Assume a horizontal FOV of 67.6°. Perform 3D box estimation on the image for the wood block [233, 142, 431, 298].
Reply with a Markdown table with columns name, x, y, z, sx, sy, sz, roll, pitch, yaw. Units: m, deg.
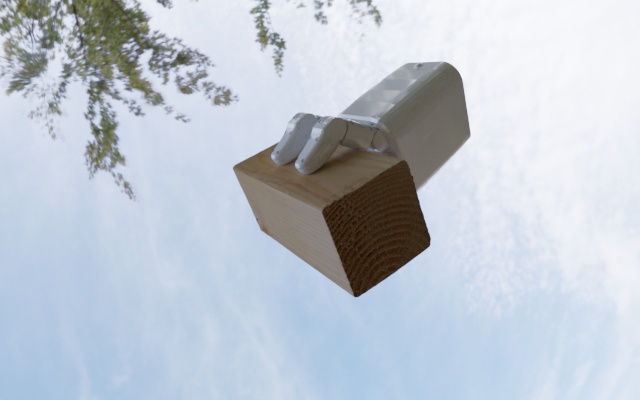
| name | x | y | z | sx | sy | sz | roll | pitch | yaw |
| --- | --- | --- | --- | --- | --- | --- | --- | --- | --- |
| wood block | 0.000 | 0.002 | 0.479 | 0.090 | 0.091 | 0.206 | -31 | 26 | -19 |
